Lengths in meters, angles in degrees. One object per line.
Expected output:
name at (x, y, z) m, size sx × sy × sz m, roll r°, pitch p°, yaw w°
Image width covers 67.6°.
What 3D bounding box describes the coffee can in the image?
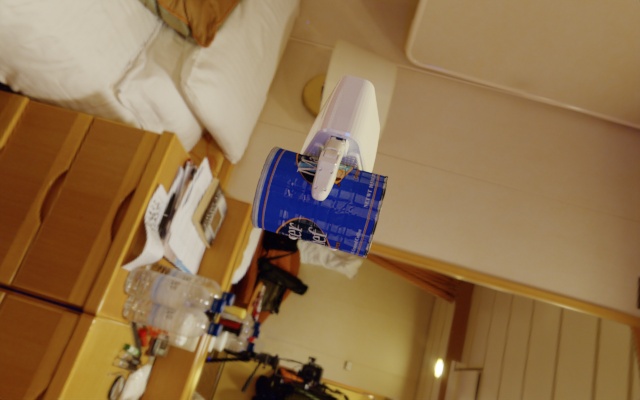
coffee can at (0.000, 0.002, 0.576) m, size 0.140 × 0.103 × 0.103 m, roll 15°, pitch 1°, yaw 4°
